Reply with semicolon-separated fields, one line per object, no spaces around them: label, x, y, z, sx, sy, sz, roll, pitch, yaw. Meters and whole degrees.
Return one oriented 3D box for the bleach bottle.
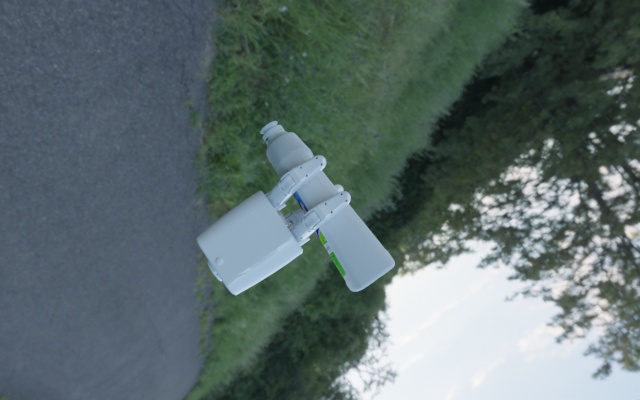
bleach bottle;0.000;0.002;0.649;0.068;0.251;0.102;-34;-8;-7
